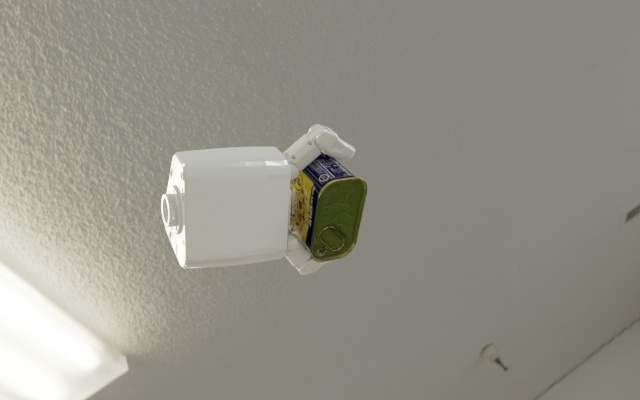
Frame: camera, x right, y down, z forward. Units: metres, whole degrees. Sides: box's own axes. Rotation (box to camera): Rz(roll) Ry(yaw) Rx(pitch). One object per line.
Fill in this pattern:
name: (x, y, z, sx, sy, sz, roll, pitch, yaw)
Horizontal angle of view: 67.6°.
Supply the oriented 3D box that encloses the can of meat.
can of meat: (0.000, 0.001, 0.528, 0.057, 0.102, 0.084, -9, 35, -28)
